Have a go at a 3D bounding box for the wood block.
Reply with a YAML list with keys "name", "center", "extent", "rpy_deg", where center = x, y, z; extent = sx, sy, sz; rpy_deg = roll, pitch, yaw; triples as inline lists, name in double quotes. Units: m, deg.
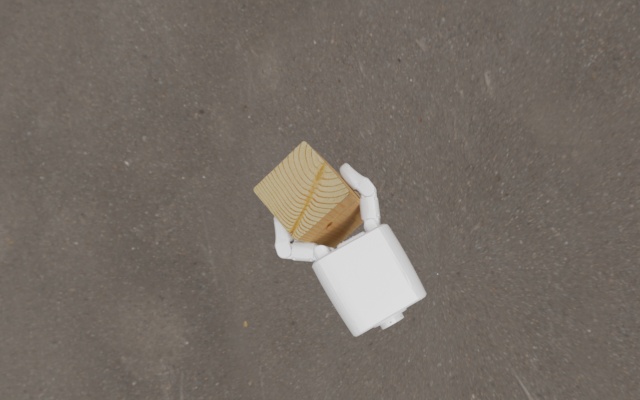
- name: "wood block"
  center: [0.001, 0.002, 0.672]
  extent: [0.091, 0.090, 0.206]
  rpy_deg: [-42, -15, 5]
